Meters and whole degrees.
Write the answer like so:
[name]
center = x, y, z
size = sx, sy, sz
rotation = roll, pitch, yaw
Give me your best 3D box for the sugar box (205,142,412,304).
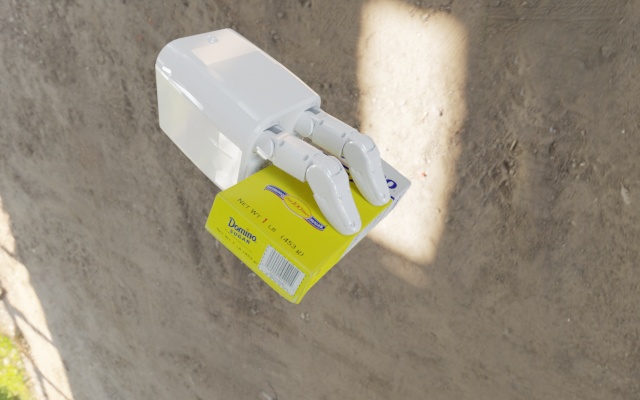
[sugar box]
center = 0.000, 0.001, 0.405
size = 0.093, 0.048, 0.176
rotation = 39, 42, 11
